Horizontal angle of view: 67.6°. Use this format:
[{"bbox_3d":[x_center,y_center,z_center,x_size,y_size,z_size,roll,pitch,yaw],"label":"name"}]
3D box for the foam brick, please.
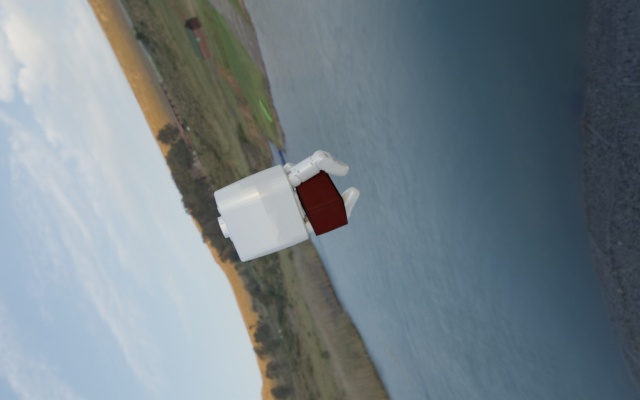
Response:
[{"bbox_3d":[0.000,0.002,0.687,0.051,0.053,0.078,-21,42,-7],"label":"foam brick"}]
